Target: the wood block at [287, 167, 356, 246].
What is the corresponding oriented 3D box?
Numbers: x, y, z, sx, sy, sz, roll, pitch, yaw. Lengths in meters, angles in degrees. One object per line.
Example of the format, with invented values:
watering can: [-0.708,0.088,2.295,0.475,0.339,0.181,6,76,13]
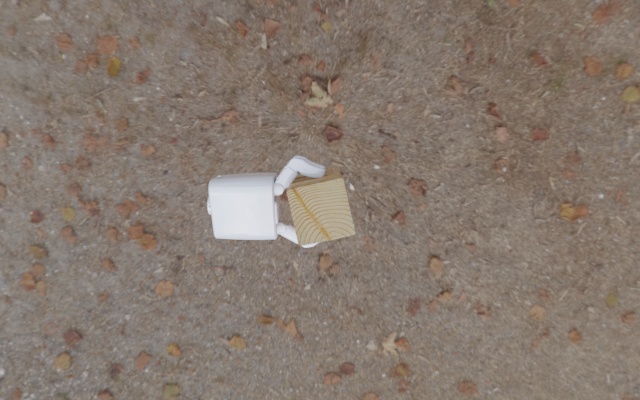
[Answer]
wood block: [0.000,0.003,0.813,0.090,0.091,0.206,-12,9,1]
